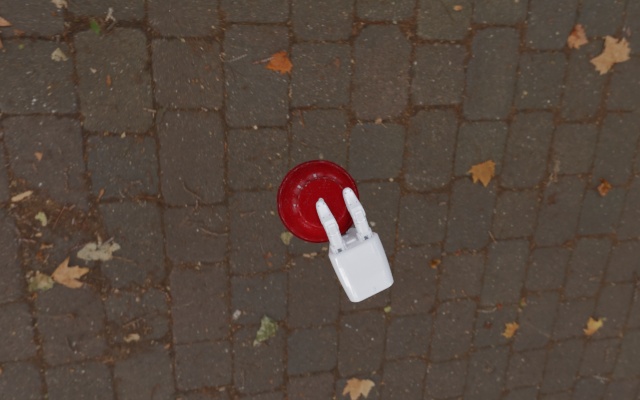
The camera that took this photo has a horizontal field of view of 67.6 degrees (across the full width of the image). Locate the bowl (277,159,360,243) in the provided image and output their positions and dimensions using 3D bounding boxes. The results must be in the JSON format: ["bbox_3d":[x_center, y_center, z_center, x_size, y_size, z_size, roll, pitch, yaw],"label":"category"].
[{"bbox_3d":[-0.001,0.002,0.892,0.162,0.162,0.055,0,2,-8],"label":"bowl"}]
